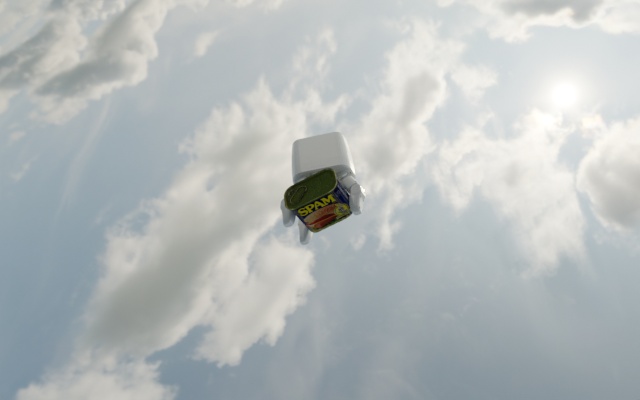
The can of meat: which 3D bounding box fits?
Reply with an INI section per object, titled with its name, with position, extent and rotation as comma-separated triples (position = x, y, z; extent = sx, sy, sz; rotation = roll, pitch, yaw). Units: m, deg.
[can of meat]
position = 0.000, 0.003, 0.847
extent = 0.102, 0.057, 0.084
rotation = -26, -46, 14
